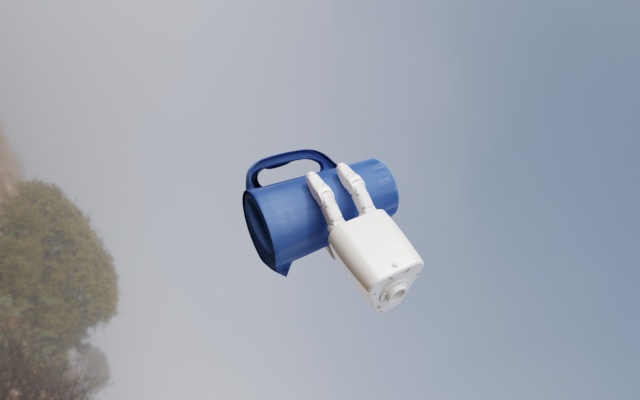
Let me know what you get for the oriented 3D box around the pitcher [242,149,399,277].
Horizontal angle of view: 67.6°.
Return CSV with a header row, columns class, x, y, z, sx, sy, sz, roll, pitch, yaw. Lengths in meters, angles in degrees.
class,x,y,z,sx,sy,sz,roll,pitch,yaw
pitcher,0.000,0.003,0.781,0.243,0.149,0.145,-20,50,-22
